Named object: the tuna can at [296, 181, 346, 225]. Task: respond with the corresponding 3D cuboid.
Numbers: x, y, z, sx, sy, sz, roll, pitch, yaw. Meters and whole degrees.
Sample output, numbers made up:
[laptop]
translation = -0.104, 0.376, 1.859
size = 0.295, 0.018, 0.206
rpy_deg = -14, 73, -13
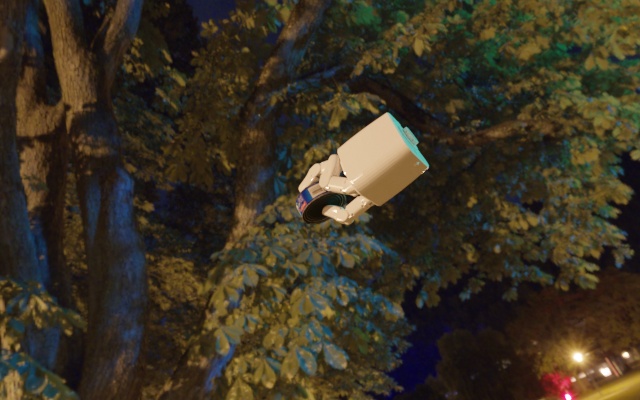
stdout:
[tuna can]
translation = 0.000, 0.002, 0.845
size = 0.086, 0.033, 0.086
rpy_deg = -21, -32, -14
